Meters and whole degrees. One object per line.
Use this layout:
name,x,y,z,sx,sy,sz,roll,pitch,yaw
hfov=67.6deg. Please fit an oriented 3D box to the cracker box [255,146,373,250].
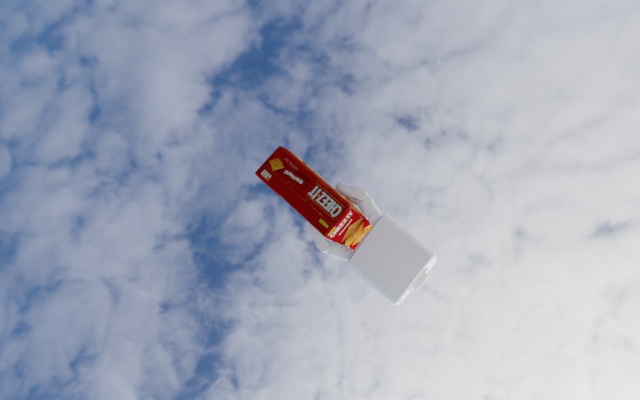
cracker box,0.000,0.003,0.843,0.164,0.072,0.214,41,1,20
